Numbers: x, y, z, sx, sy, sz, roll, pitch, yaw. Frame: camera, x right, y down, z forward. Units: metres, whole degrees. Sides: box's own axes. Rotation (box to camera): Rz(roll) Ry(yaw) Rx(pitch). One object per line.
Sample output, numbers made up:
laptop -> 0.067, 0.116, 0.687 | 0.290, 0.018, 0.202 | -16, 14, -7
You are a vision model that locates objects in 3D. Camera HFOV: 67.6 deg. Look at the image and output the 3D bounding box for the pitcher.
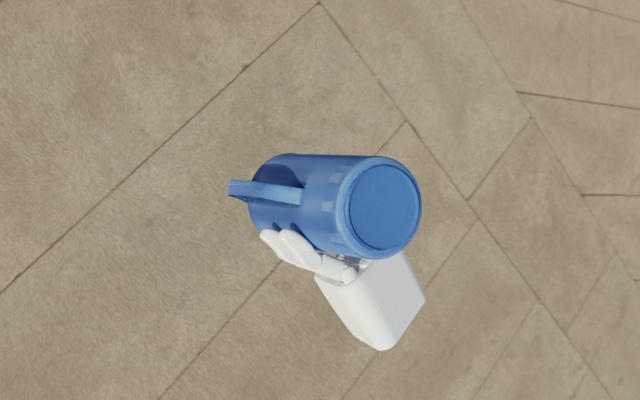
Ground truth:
pitcher -> 0.000, 0.002, 0.585 | 0.149, 0.145, 0.243 | -37, 18, -21
